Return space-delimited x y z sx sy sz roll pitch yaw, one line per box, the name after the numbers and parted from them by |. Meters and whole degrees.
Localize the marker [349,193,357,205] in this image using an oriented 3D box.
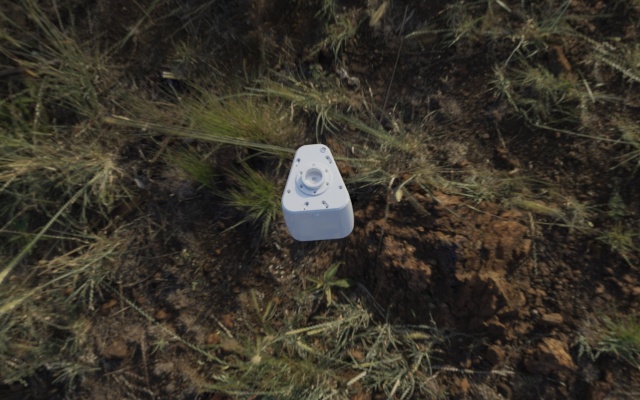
0.000 0.003 0.784 0.121 0.020 0.020 -6 0 3 | marker
